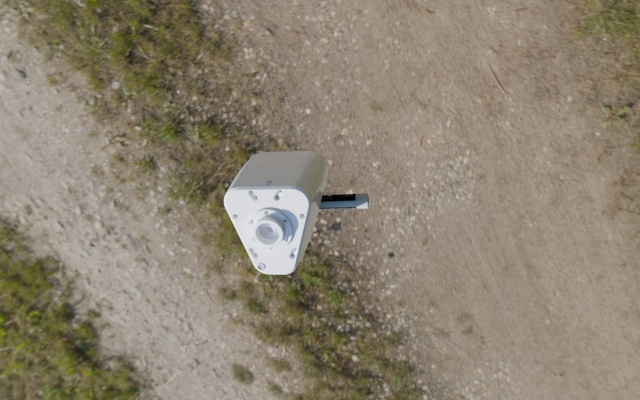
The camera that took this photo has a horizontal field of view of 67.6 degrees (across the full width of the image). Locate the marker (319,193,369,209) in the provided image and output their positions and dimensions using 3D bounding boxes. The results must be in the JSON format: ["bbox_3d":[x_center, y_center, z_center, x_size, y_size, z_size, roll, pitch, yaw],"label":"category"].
[{"bbox_3d":[0.000,0.002,0.601,0.121,0.020,0.020,-1,0,9],"label":"marker"}]
